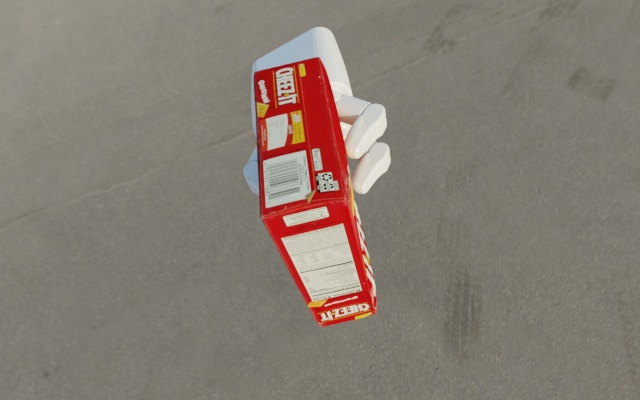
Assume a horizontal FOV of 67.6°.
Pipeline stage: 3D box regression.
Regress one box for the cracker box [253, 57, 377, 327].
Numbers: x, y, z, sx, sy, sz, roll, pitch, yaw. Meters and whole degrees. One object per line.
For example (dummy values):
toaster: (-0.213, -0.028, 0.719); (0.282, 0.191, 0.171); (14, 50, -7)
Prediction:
cracker box: (0.000, 0.001, 0.461); (0.072, 0.164, 0.214); (-12, -37, 5)
